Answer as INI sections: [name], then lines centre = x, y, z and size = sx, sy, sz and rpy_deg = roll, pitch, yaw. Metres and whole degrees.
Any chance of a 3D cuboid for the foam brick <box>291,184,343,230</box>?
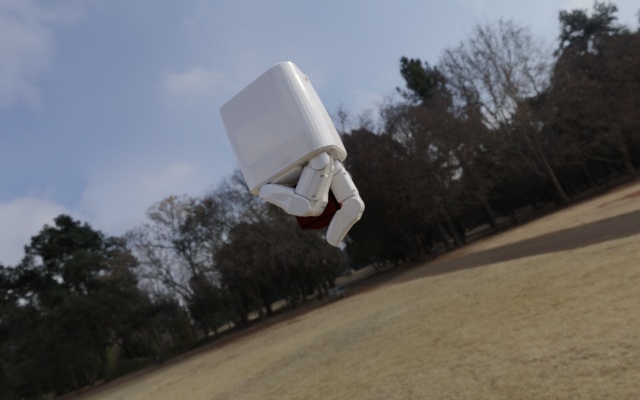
[foam brick]
centre = 0.000, 0.002, 0.577
size = 0.053, 0.051, 0.078
rpy_deg = -27, -9, 12
